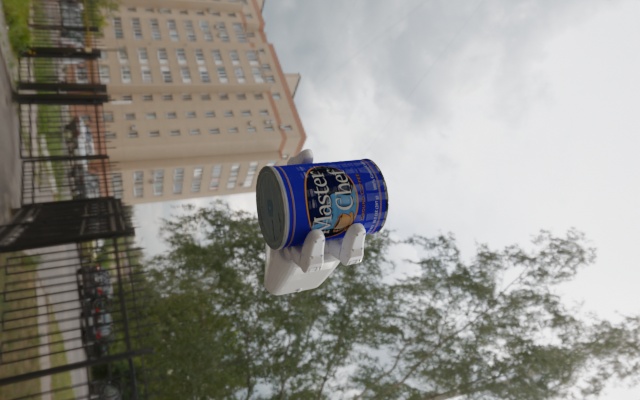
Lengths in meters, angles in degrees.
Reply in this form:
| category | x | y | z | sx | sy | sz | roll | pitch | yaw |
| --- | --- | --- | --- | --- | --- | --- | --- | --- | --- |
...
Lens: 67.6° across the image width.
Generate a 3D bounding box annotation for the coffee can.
| category | x | y | z | sx | sy | sz | roll | pitch | yaw |
| --- | --- | --- | --- | --- | --- | --- | --- | --- | --- |
| coffee can | 0.000 | 0.002 | 0.607 | 0.140 | 0.103 | 0.103 | -7 | 3 | -25 |
